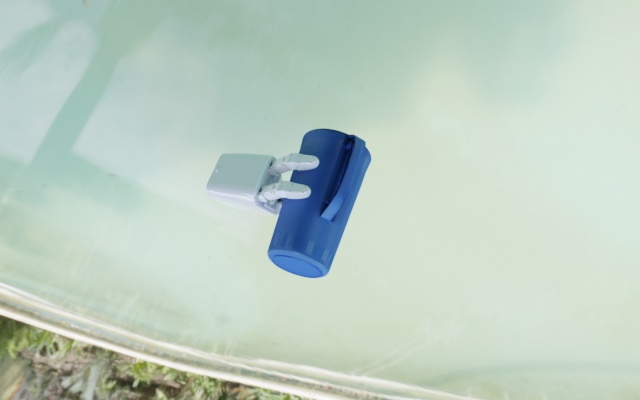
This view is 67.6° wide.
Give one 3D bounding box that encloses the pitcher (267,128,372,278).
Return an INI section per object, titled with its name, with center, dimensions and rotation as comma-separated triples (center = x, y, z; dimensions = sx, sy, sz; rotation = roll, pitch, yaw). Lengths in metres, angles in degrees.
[pitcher]
center = 0.000, 0.003, 0.823
dimensions = 0.145, 0.242, 0.149
rotation = 8, -27, 22
